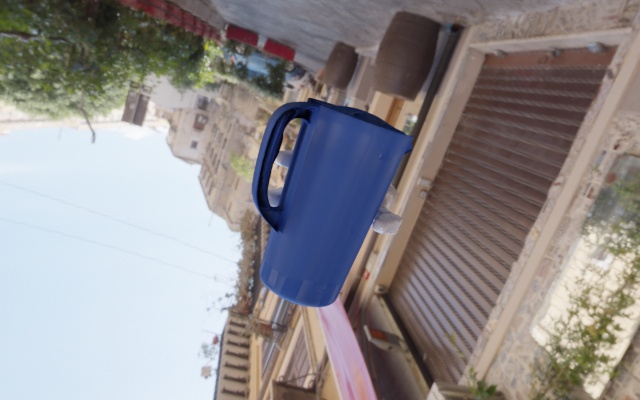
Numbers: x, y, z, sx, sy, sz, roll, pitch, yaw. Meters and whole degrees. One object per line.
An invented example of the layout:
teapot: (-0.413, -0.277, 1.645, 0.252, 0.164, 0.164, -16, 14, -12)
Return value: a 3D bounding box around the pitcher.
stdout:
pitcher: (0.000, 0.002, 0.589, 0.149, 0.243, 0.145, 24, 14, 14)
